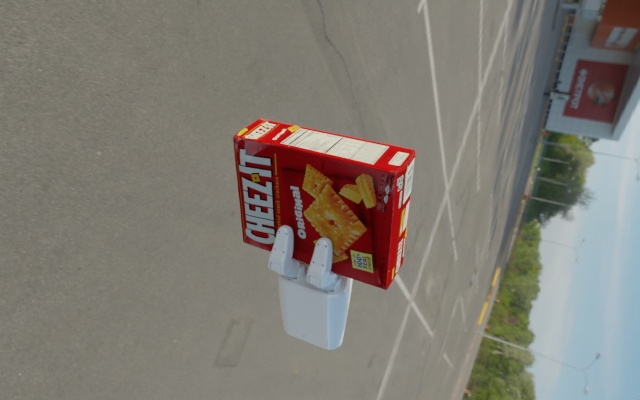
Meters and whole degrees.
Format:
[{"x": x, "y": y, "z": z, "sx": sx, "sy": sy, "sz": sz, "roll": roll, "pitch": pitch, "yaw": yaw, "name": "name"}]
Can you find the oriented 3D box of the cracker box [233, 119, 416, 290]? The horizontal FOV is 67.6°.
[{"x": 0.000, "y": 0.002, "z": 0.596, "sx": 0.213, "sy": 0.164, "sz": 0.072, "roll": 15, "pitch": 34, "yaw": 23, "name": "cracker box"}]
